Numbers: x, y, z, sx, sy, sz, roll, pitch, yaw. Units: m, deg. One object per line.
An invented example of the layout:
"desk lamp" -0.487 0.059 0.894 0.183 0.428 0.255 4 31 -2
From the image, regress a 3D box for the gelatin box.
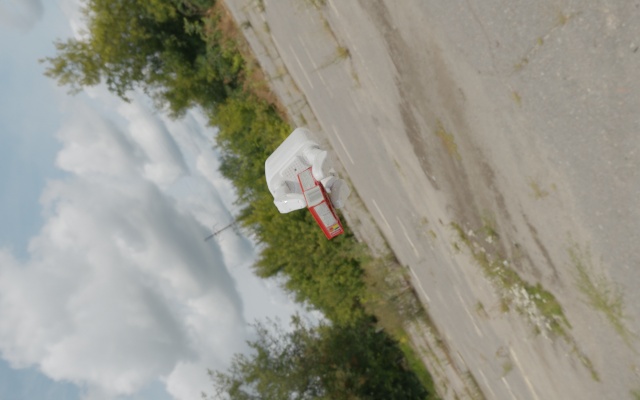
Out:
"gelatin box" 0.000 0.003 0.712 0.030 0.073 0.089 -27 39 5
